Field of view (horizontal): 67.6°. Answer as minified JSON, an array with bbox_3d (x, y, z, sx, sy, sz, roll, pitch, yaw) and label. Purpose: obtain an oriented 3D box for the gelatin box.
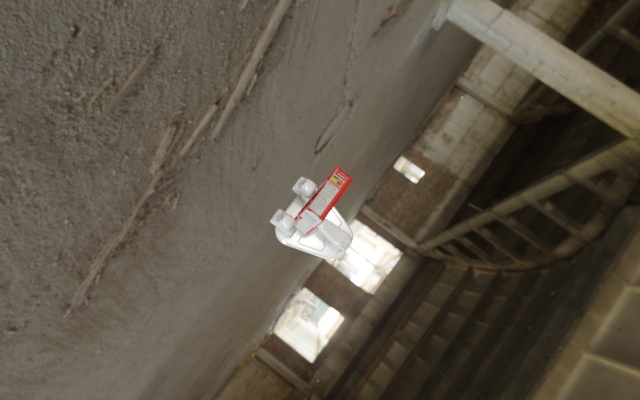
[{"bbox_3d":[0.001,0.002,0.635,0.030,0.073,0.089,38,-22,-3],"label":"gelatin box"}]
